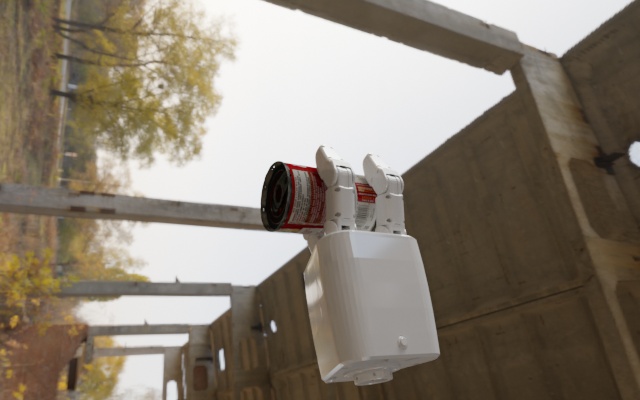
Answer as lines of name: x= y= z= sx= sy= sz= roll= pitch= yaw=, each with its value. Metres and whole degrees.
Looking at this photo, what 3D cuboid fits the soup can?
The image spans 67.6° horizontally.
soup can: x=0.000 y=0.001 z=0.474 sx=0.102 sy=0.068 sz=0.068 roll=7 pitch=-3 yaw=-27
